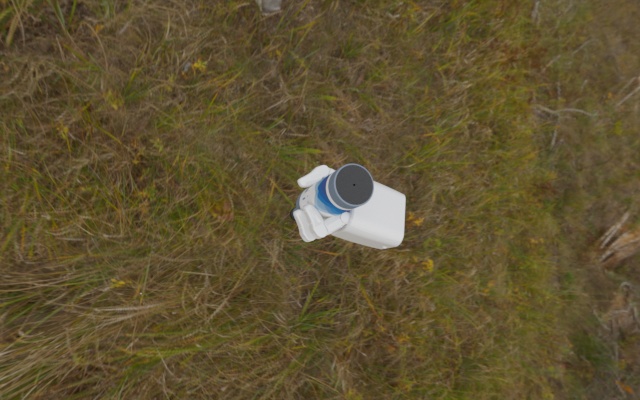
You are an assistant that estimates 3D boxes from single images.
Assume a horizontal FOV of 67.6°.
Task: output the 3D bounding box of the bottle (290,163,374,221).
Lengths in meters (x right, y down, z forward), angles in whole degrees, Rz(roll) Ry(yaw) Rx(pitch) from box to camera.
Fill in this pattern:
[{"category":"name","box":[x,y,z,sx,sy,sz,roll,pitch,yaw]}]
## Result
[{"category":"bottle","box":[0.000,0.003,0.851,0.069,0.069,0.296,0,-10,-21]}]
